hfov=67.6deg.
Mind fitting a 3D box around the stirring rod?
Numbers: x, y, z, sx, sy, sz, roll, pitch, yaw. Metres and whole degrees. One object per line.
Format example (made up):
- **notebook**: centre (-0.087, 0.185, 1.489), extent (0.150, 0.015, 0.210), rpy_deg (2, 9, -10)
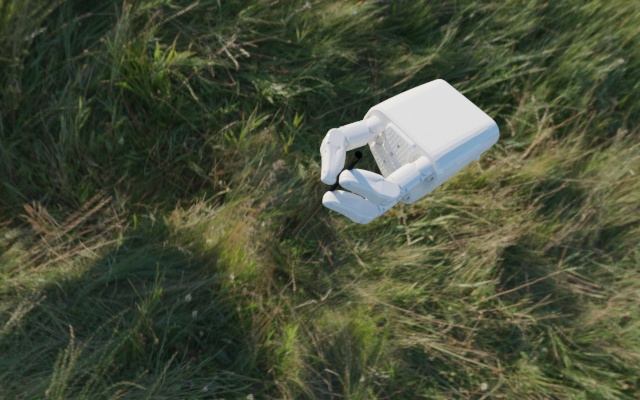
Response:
- **stirring rod**: centre (0.000, 0.002, 0.546), extent (0.011, 0.011, 0.240), rpy_deg (0, -21, -18)
